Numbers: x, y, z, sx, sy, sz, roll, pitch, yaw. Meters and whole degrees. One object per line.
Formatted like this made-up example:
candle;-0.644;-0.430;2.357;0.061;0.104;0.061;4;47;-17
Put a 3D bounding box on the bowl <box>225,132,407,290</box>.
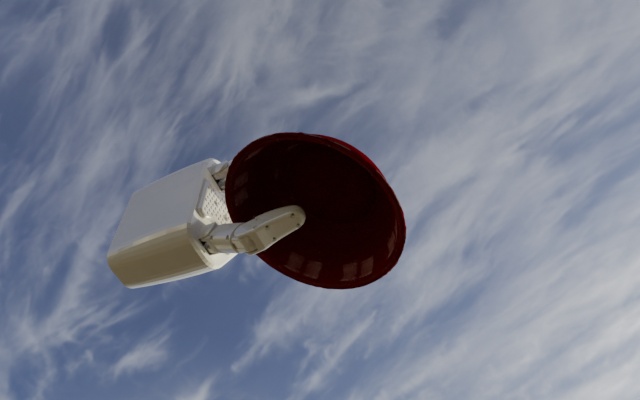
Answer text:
bowl;0.001;0.001;0.419;0.162;0.162;0.055;0;34;25
